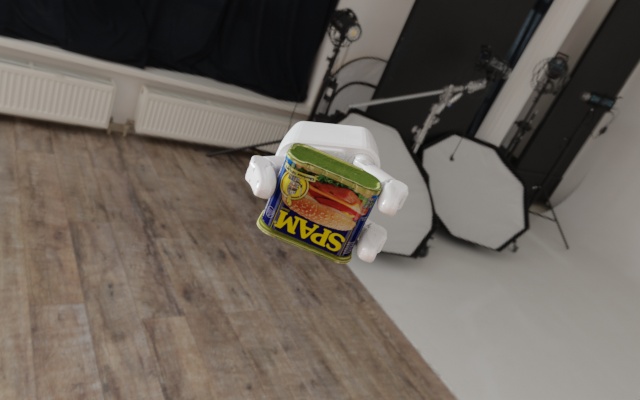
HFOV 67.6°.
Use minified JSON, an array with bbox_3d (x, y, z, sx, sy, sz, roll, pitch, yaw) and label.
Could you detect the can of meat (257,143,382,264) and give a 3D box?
[{"bbox_3d":[0.000,0.001,0.472,0.102,0.084,0.057,23,22,-2],"label":"can of meat"}]
